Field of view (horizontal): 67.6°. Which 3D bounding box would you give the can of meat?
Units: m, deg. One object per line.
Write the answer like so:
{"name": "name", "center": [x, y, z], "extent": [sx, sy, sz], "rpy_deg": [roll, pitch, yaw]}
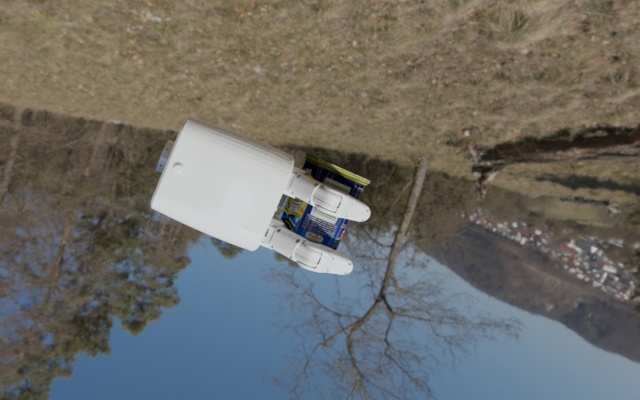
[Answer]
{"name": "can of meat", "center": [0.000, 0.002, 0.502], "extent": [0.057, 0.084, 0.102], "rpy_deg": [23, 4, -16]}
